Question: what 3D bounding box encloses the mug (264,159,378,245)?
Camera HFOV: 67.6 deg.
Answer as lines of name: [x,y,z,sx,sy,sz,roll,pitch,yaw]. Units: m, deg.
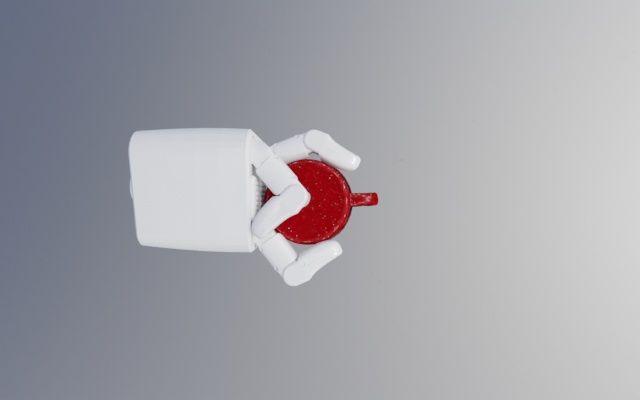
mug: [0.002,0.002,0.483,0.117,0.093,0.081,0,0,1]
